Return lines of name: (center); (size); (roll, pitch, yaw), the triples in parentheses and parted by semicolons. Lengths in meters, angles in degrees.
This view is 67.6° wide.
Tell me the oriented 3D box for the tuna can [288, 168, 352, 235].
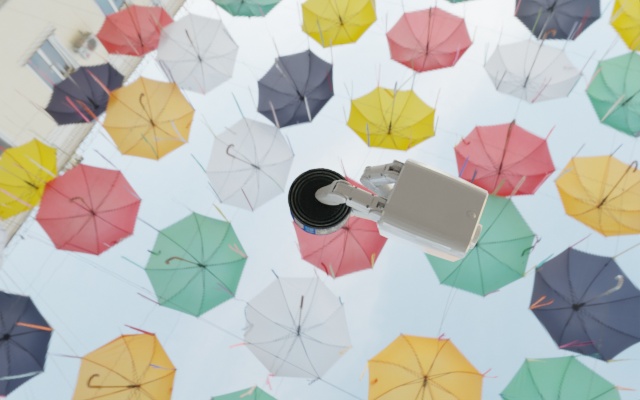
tuna can: (0.000, 0.002, 0.634); (0.086, 0.086, 0.034); (0, -22, 0)
